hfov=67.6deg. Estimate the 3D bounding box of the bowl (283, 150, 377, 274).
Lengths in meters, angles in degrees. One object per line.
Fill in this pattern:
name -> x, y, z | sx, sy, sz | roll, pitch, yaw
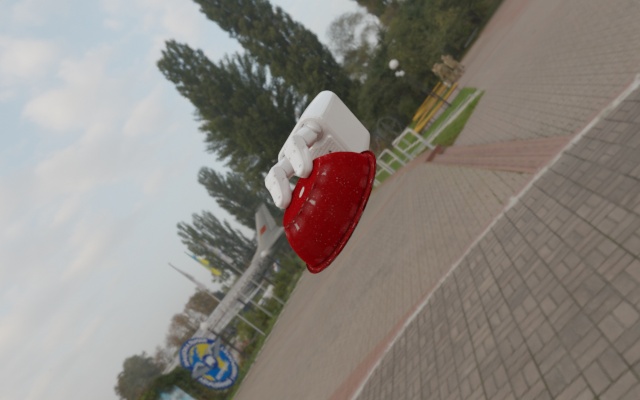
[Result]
bowl -> 0.000, 0.002, 0.563 | 0.055, 0.162, 0.162 | 26, -7, -15
